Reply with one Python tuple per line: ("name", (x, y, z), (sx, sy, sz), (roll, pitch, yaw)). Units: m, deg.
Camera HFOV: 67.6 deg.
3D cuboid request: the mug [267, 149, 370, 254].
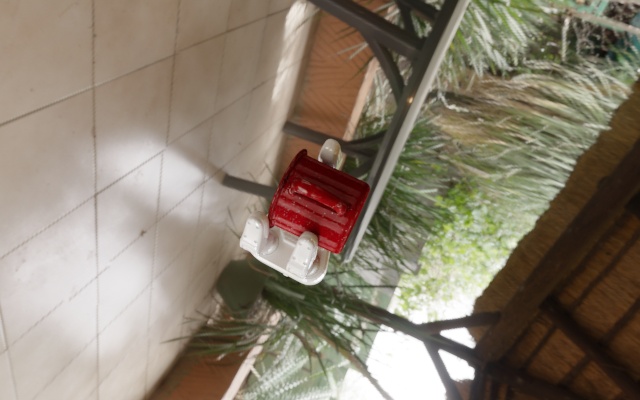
("mug", (0.000, 0.001, 0.490), (0.081, 0.093, 0.117), (25, -10, 6))
